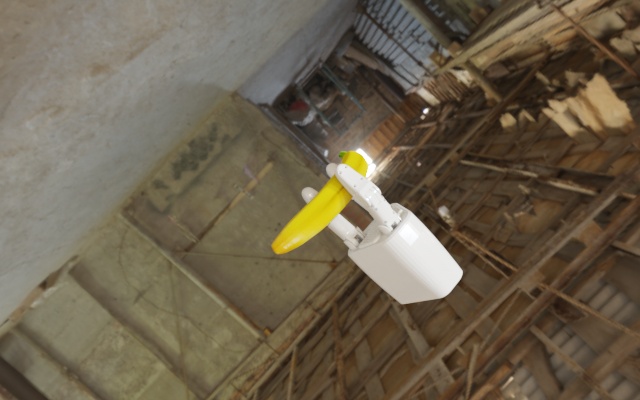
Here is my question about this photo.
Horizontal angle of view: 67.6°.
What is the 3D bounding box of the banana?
[{"bbox_3d":[0.013,-0.006,0.594,0.070,0.037,0.197,-28,19,49],"label":"banana"}]
